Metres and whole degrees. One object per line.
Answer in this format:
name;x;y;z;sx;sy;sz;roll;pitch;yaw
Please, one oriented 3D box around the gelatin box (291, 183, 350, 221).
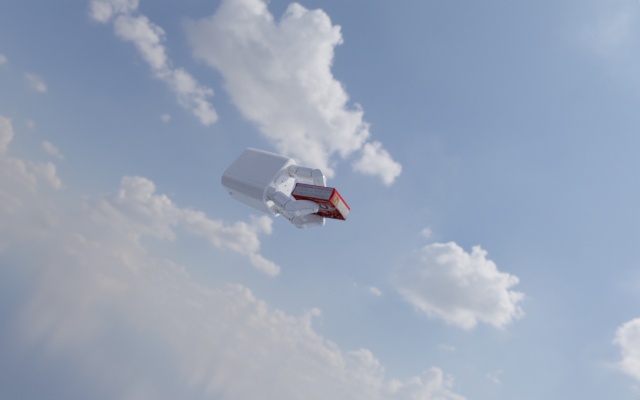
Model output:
gelatin box;0.001;0.003;0.879;0.089;0.030;0.073;8;-27;33
